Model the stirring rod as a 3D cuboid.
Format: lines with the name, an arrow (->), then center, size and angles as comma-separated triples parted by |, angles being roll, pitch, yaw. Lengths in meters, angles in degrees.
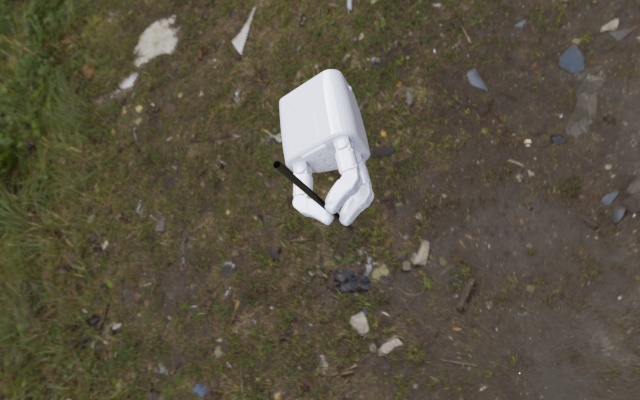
stirring rod -> 0.000, 0.002, 0.583 | 0.011, 0.011, 0.240 | 0, -18, 23
